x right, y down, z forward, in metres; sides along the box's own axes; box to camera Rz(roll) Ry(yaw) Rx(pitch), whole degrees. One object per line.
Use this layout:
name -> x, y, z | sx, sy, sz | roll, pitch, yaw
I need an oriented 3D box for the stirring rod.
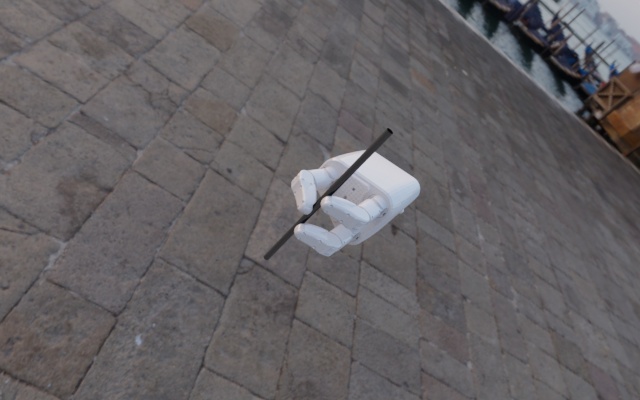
stirring rod -> 0.000, 0.002, 0.547 | 0.011, 0.011, 0.240 | 0, -37, -46
